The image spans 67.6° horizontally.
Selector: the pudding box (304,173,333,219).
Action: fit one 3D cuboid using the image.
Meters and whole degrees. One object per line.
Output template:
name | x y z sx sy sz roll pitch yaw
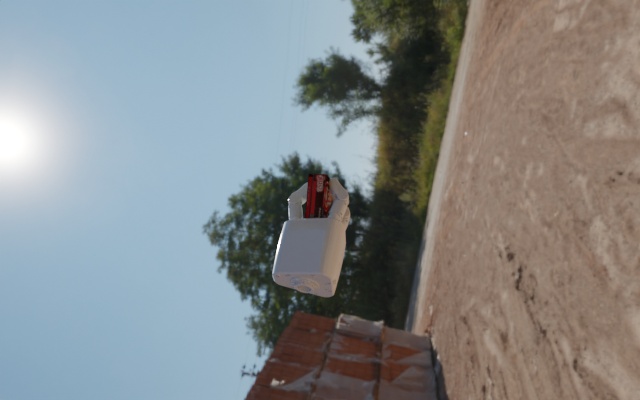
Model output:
pudding box | 0.000 0.003 0.893 0.039 0.090 0.113 5 -7 8
